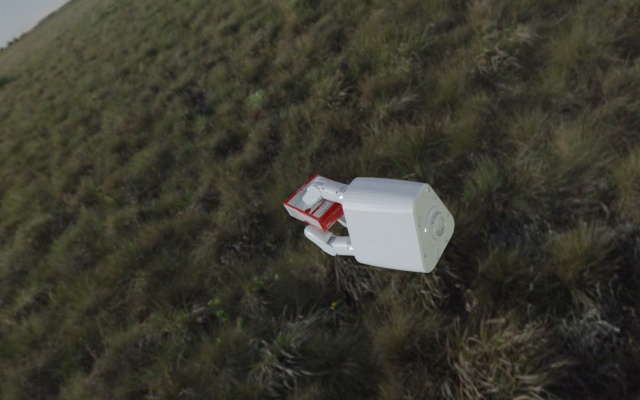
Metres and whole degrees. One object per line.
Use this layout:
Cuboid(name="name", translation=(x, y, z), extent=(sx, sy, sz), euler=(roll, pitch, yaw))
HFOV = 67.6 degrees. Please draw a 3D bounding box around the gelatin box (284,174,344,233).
Cuboid(name="gelatin box", translation=(0.000, 0.002, 0.712), extent=(0.073, 0.030, 0.089), euler=(-44, 40, -20))
